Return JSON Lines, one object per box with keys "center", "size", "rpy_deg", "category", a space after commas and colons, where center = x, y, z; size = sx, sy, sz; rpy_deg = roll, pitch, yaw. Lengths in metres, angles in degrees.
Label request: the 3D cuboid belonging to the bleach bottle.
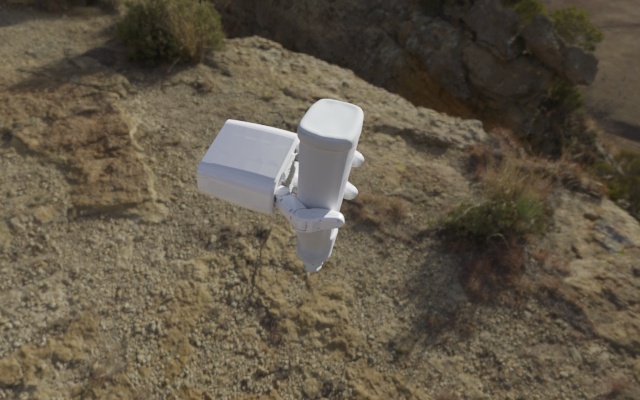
{"center": [0.000, 0.002, 0.625], "size": [0.068, 0.251, 0.102], "rpy_deg": [15, 38, 8], "category": "bleach bottle"}
